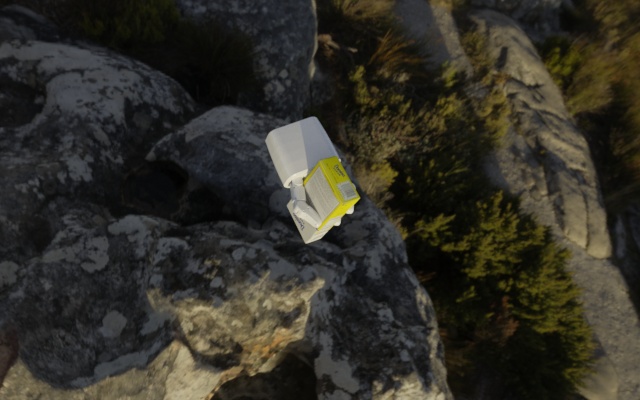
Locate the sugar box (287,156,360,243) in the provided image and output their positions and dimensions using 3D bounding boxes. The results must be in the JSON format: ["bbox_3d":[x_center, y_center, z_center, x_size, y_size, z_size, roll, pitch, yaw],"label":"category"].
[{"bbox_3d":[0.001,0.003,0.898,0.048,0.093,0.176,-18,-18,-30],"label":"sugar box"}]
